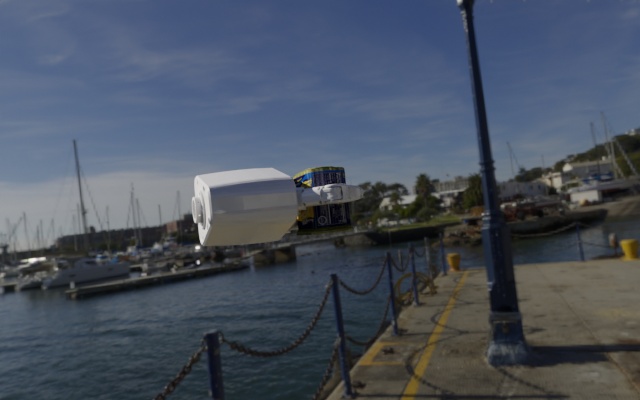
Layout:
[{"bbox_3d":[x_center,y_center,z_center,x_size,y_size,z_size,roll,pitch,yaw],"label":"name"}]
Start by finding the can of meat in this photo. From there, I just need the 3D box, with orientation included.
[{"bbox_3d":[0.000,0.002,0.638,0.057,0.084,0.102,-6,-3,-19],"label":"can of meat"}]
